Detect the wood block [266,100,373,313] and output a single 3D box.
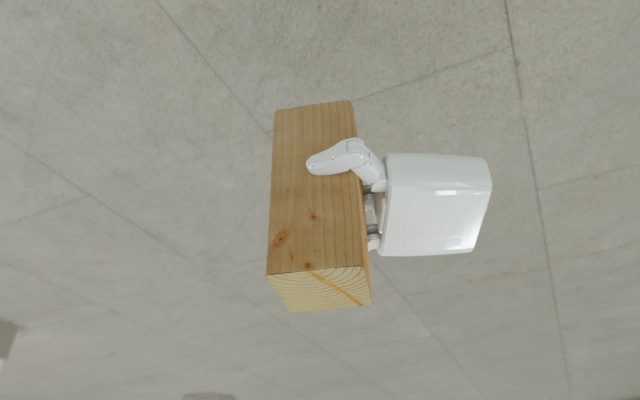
[{"bbox_3d":[0.000,0.002,0.510,0.090,0.206,0.091,-7,-35,8],"label":"wood block"}]
